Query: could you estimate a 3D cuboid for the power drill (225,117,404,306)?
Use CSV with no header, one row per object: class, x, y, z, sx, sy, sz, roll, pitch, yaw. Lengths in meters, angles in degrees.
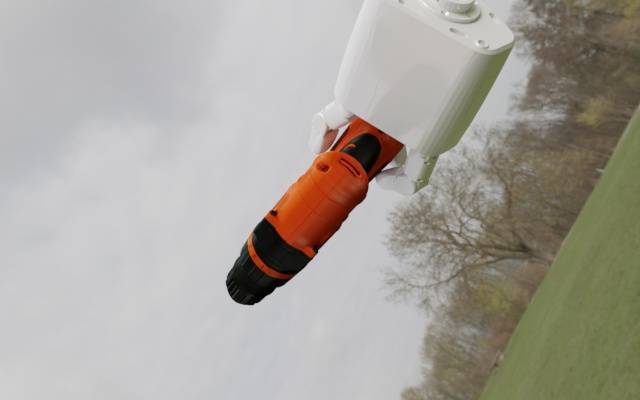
power drill,0.000,0.001,0.439,0.184,0.057,0.187,-46,3,38
